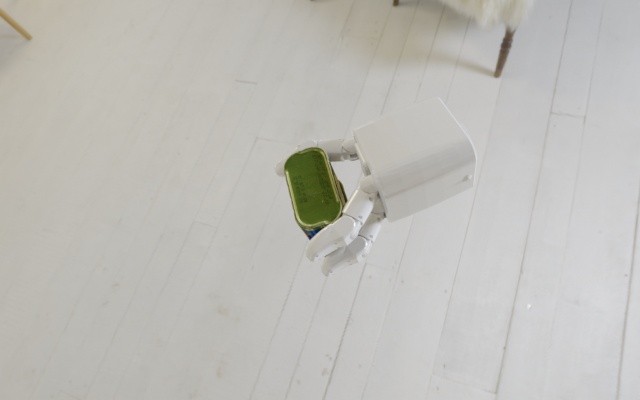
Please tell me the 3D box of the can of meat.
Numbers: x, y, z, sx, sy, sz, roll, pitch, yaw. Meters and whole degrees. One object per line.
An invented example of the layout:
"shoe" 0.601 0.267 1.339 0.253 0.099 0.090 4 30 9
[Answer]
"can of meat" 0.000 0.002 0.540 0.057 0.102 0.084 -19 -28 5
